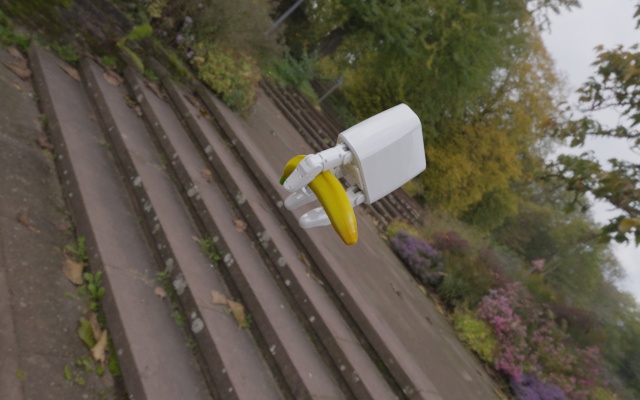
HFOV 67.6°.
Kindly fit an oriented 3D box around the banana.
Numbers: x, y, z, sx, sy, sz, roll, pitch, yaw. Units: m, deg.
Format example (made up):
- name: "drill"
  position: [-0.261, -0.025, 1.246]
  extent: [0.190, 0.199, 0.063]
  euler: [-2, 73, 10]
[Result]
- name: "banana"
  position: [-0.001, -0.015, 0.658]
  extent: [0.037, 0.070, 0.197]
  euler: [-15, 35, -25]
